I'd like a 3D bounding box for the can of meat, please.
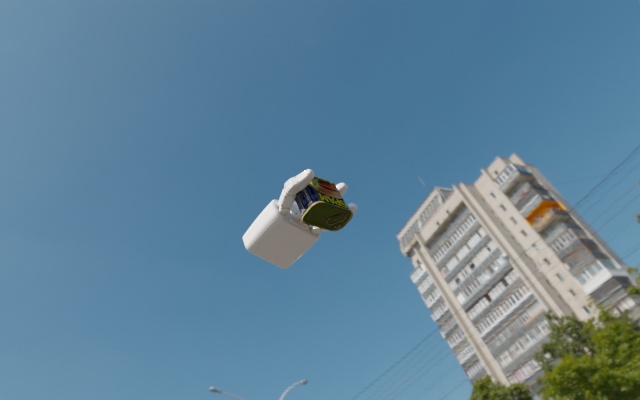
[{"bbox_3d":[0.000,0.003,0.897,0.102,0.057,0.084,17,33,-40],"label":"can of meat"}]
